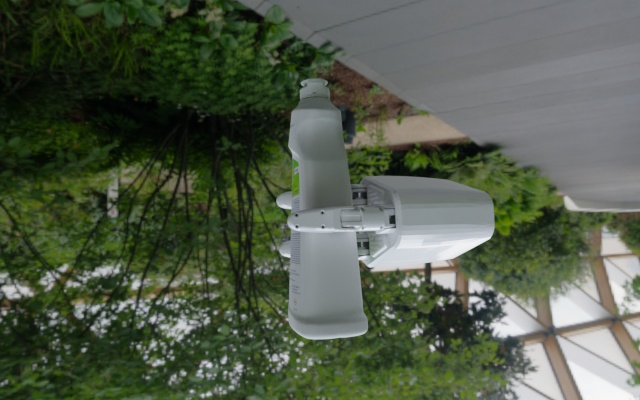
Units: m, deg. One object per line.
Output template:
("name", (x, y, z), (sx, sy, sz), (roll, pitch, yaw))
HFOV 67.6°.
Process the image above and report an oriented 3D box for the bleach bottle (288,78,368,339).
("bleach bottle", (0.000, 0.002, 0.479), (0.068, 0.251, 0.102), (-1, -4, -15))
